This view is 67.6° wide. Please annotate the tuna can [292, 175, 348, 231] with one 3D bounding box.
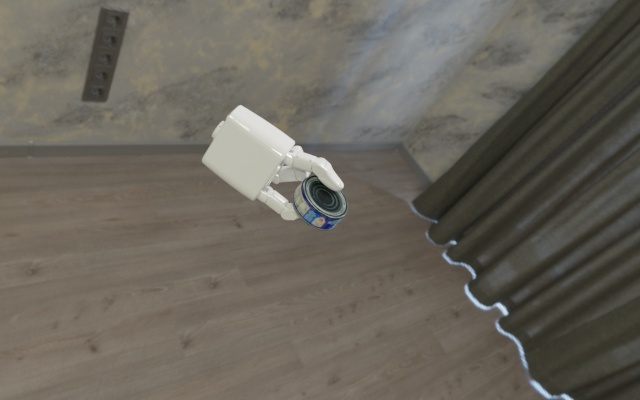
[{"bbox_3d":[0.000,0.002,0.745,0.086,0.086,0.034,0,-36,-42],"label":"tuna can"}]
